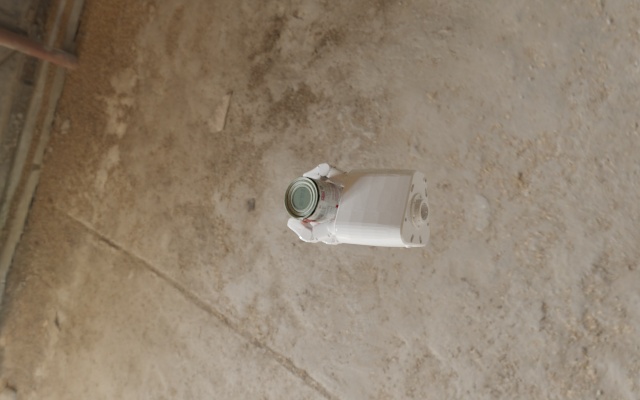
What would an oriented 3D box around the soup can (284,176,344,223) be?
[{"bbox_3d":[0.000,0.002,0.749,0.068,0.068,0.102,0,-7,37],"label":"soup can"}]
